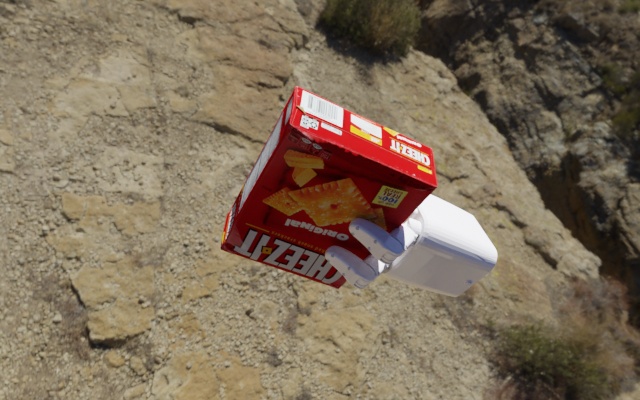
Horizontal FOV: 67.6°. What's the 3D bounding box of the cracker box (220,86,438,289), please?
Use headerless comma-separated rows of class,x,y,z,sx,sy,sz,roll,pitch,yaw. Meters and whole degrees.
cracker box,0.000,0.002,0.537,0.164,0.072,0.214,22,-47,-16
